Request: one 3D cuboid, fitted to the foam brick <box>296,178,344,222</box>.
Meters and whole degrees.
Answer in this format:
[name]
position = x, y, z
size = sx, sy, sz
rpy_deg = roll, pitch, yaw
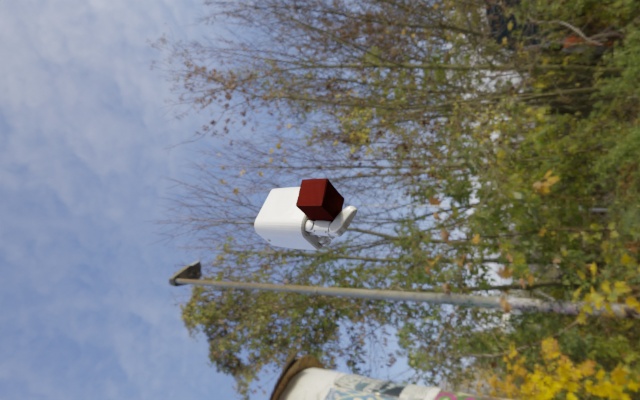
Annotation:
[foam brick]
position = 0.000, 0.002, 0.824
size = 0.051, 0.053, 0.078
rpy_deg = 1, -26, 27
